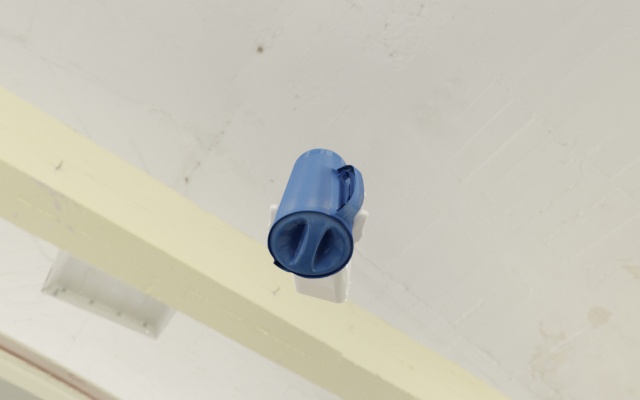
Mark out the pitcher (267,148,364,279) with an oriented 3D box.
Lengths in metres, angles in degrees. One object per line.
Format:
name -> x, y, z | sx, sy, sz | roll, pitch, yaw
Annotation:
pitcher -> 0.000, 0.003, 0.820 | 0.149, 0.145, 0.242 | 0, 33, 5
